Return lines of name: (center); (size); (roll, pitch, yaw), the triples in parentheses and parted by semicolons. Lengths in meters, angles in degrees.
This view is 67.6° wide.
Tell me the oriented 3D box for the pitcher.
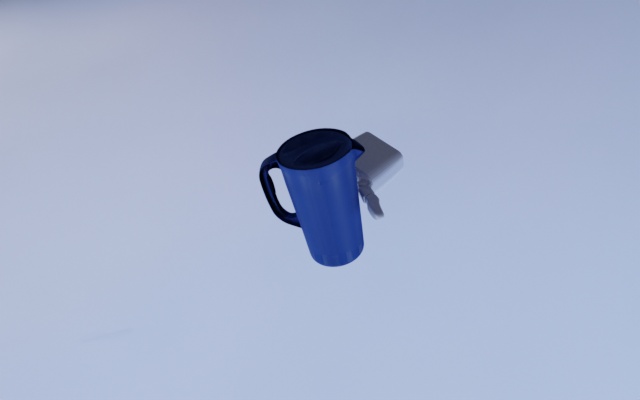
pitcher: (0.000, 0.003, 0.868); (0.149, 0.243, 0.145); (24, 49, 40)
